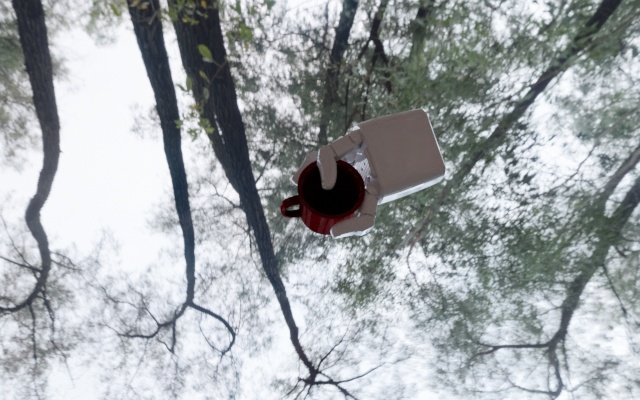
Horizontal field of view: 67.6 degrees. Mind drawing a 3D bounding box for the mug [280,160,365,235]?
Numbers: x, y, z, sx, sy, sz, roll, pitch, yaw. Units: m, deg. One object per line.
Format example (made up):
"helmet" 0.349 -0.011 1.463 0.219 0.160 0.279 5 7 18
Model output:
"mug" -0.001 0.003 0.680 0.117 0.093 0.081 -15 -22 -13
